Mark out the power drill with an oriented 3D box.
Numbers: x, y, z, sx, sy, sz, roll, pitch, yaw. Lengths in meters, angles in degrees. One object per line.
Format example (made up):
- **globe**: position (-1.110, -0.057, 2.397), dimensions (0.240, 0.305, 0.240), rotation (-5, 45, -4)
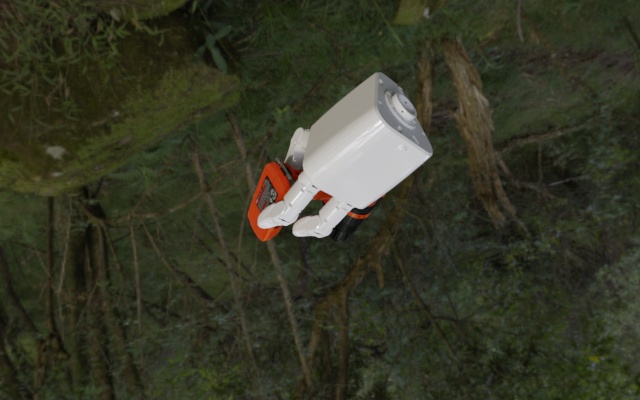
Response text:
- **power drill**: position (0.000, 0.002, 0.648), dimensions (0.187, 0.184, 0.057), rotation (-10, 50, -35)
